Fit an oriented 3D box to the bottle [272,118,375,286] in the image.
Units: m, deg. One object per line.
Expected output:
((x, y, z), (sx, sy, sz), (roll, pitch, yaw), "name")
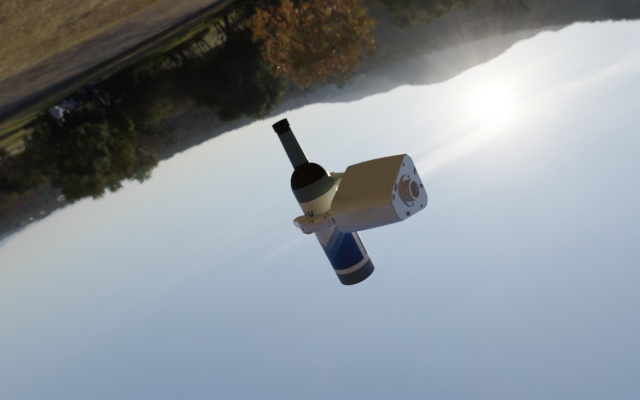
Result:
((0.000, 0.003, 0.784), (0.069, 0.296, 0.069), (-25, 18, 8), "bottle")
